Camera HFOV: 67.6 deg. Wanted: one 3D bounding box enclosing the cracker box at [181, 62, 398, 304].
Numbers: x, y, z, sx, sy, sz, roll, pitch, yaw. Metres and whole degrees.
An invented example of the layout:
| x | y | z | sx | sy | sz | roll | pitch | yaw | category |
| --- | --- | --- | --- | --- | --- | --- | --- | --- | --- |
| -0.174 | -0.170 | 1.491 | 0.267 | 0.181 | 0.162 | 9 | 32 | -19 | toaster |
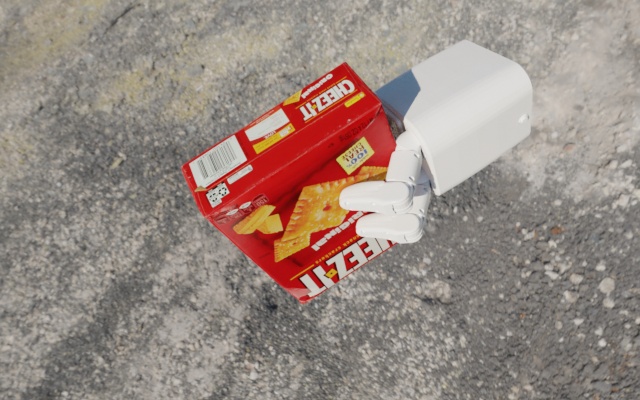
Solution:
| x | y | z | sx | sy | sz | roll | pitch | yaw | category |
| --- | --- | --- | --- | --- | --- | --- | --- | --- | --- |
| 0.000 | 0.001 | 0.458 | 0.164 | 0.072 | 0.214 | -32 | -36 | 1 | cracker box |
